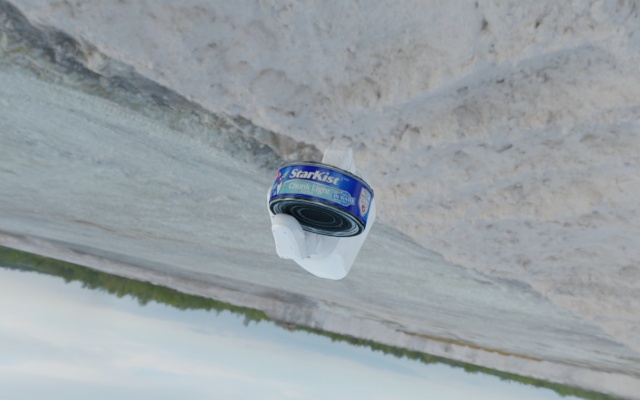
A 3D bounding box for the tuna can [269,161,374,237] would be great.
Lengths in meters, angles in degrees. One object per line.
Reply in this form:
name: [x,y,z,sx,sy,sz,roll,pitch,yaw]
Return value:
tuna can: [0.000,0.002,0.405,0.086,0.033,0.086,13,-20,5]
